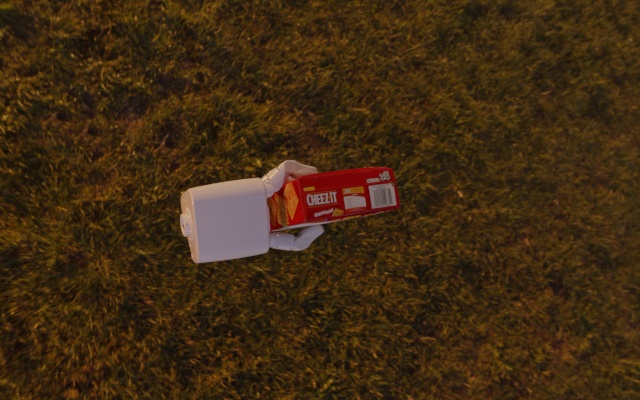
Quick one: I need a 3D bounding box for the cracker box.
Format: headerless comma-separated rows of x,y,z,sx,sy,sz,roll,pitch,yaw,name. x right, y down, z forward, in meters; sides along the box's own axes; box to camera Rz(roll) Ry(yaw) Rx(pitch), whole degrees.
0.000,0.003,0.779,0.164,0.072,0.214,-8,-4,-26,cracker box
